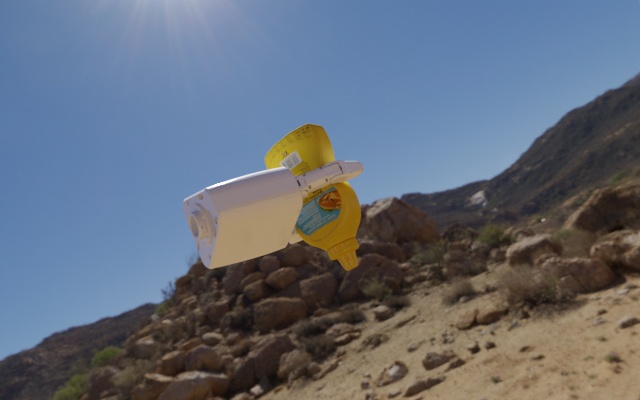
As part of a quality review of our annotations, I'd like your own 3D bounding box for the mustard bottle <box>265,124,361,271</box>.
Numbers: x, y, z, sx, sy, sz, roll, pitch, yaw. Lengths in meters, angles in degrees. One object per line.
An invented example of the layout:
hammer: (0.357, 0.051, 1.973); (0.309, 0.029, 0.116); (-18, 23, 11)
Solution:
mustard bottle: (0.000, 0.002, 0.629); (0.096, 0.191, 0.058); (-34, -16, 30)
